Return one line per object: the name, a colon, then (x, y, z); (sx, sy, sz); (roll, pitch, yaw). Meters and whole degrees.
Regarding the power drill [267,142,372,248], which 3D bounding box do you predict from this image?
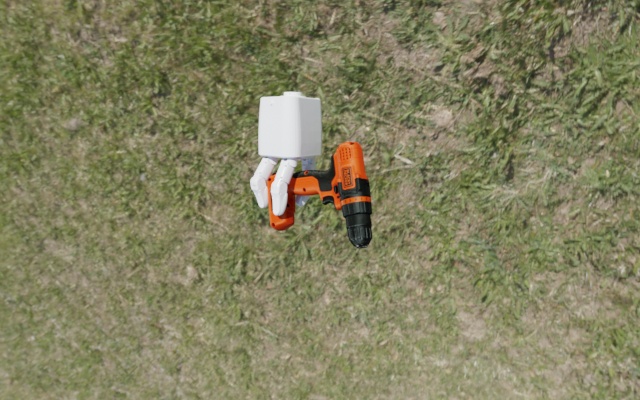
power drill: (0.000, 0.003, 0.843); (0.187, 0.184, 0.057); (-12, -15, 24)
